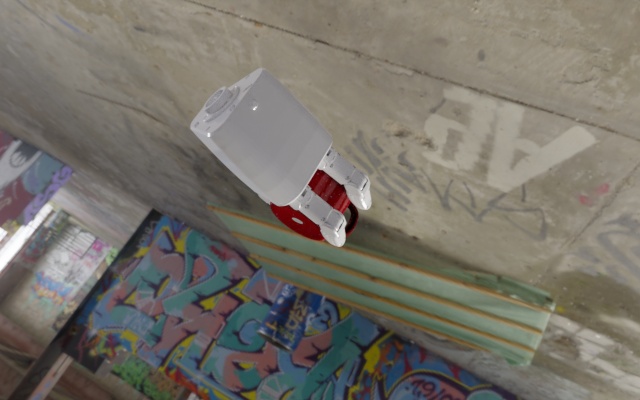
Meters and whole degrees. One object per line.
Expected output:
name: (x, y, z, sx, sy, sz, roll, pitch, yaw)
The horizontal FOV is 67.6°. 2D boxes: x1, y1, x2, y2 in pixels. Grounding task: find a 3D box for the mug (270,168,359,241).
mug: (0.001, 0.003, 0.582, 0.117, 0.081, 0.093, 44, -24, -28)
